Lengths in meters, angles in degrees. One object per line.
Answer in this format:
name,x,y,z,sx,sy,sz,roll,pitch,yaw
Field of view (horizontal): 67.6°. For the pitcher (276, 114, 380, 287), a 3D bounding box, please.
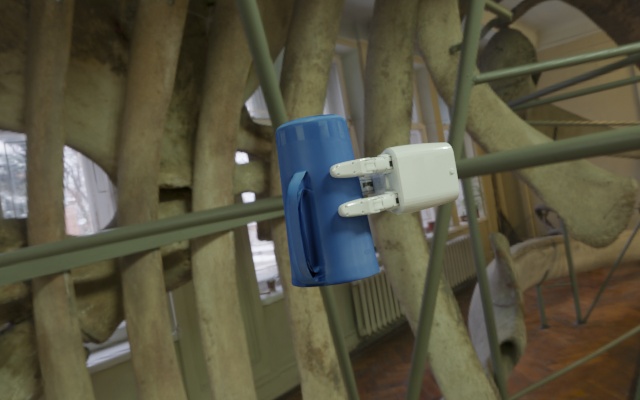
pitcher,0.000,0.002,0.702,0.145,0.243,0.149,-10,1,-18
